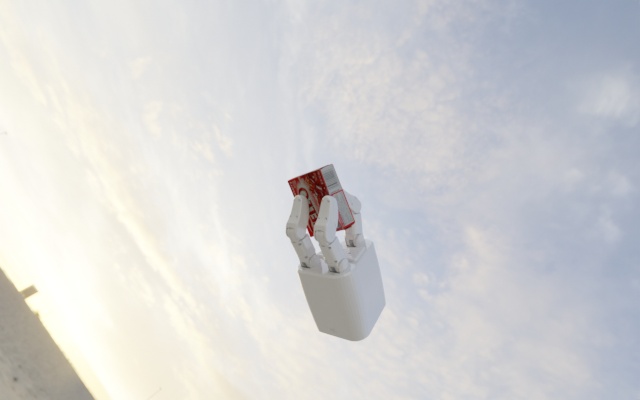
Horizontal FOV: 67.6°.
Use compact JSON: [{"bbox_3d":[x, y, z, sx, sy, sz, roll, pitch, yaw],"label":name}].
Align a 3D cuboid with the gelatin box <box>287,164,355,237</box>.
[{"bbox_3d":[0.000,0.002,0.657,0.030,0.089,0.073,-25,6,-41],"label":"gelatin box"}]
